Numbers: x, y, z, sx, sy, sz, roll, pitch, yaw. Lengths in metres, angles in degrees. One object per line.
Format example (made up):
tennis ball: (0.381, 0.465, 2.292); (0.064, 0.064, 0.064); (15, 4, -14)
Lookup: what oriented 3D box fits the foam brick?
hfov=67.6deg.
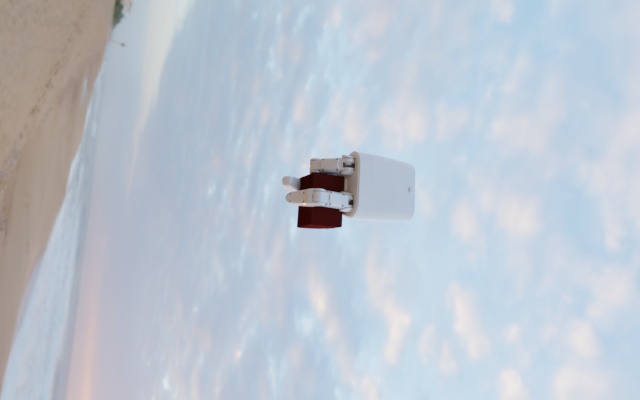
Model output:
foam brick: (0.000, 0.003, 0.706); (0.051, 0.078, 0.053); (7, -9, -26)
